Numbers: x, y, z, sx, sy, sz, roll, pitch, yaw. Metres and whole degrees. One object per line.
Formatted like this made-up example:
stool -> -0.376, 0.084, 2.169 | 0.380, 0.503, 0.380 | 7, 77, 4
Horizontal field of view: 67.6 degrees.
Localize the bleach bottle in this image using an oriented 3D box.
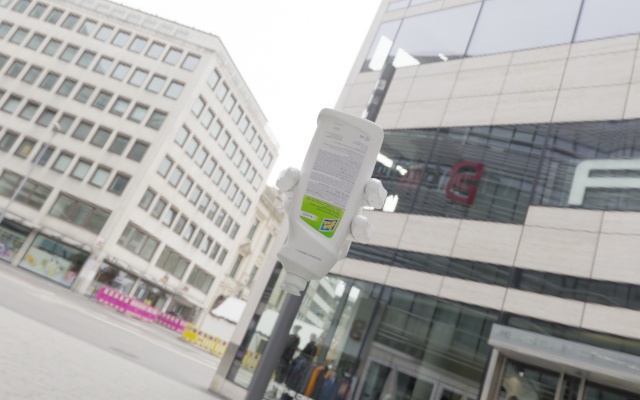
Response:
bleach bottle -> 0.000, 0.002, 0.640 | 0.102, 0.250, 0.068 | 20, -19, 10
